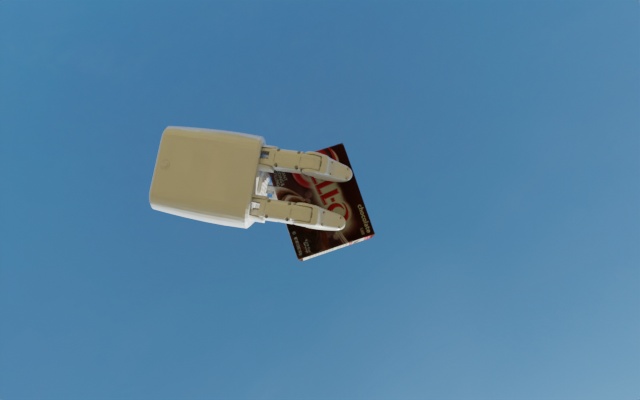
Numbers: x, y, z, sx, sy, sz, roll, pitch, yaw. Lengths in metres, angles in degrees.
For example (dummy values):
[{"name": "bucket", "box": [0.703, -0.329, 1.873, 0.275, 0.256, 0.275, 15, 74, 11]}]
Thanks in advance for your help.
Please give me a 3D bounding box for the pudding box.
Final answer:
[{"name": "pudding box", "box": [0.000, 0.002, 0.540, 0.090, 0.113, 0.039, -18, -7, -4]}]
